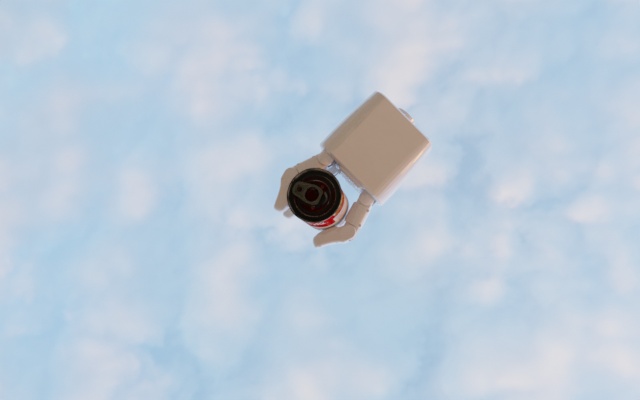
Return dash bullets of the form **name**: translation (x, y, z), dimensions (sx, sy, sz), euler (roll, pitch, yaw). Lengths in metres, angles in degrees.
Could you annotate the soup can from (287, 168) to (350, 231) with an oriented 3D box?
- **soup can**: translation (0.000, 0.003, 0.623), dimensions (0.068, 0.068, 0.102), euler (0, -10, 9)
